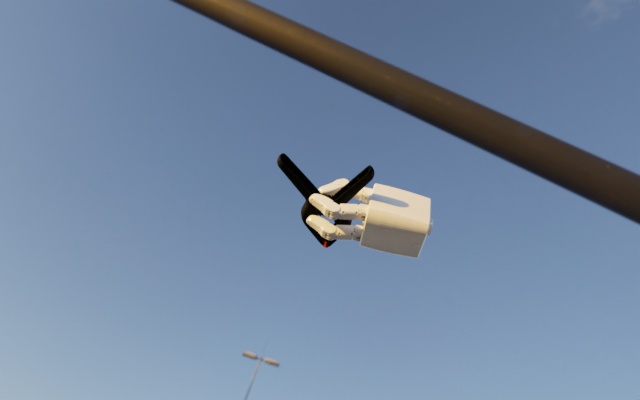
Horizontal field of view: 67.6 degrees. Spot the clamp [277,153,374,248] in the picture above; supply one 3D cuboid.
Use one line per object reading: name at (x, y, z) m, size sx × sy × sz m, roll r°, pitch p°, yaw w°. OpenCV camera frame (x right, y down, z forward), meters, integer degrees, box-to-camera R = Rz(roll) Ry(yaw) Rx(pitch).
clamp at (0.001, 0.003, 0.853) m, size 0.164 × 0.210 × 0.036 m, roll 15°, pitch 46°, yaw 7°
